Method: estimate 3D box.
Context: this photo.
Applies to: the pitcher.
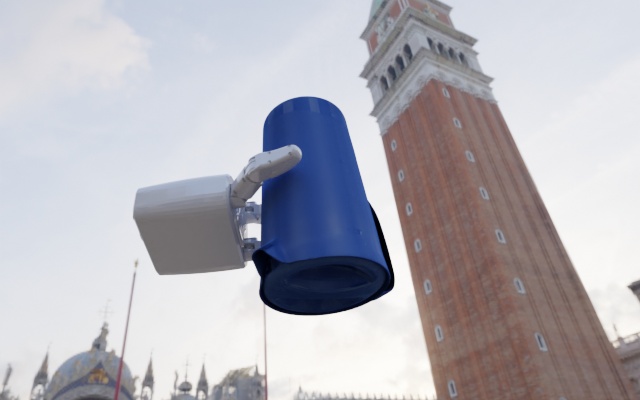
[{"bbox_3d":[0.000,0.002,0.553,0.145,0.242,0.149,-9,-36,2],"label":"pitcher"}]
